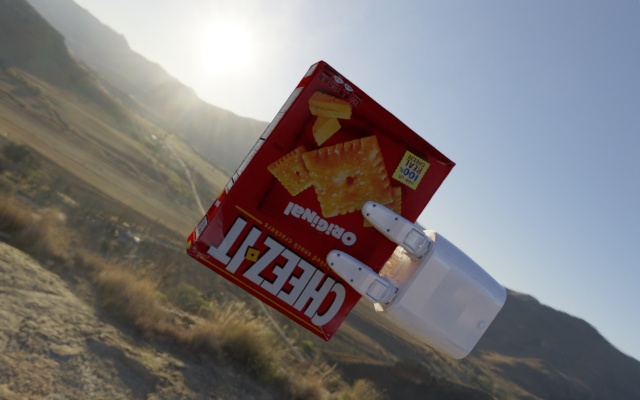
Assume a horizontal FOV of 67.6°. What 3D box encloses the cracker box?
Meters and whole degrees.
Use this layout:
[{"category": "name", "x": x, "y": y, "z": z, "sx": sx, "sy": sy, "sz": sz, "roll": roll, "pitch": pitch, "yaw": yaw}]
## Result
[{"category": "cracker box", "x": 0.000, "y": 0.001, "z": 0.462, "sx": 0.164, "sy": 0.213, "sz": 0.072, "roll": 36, "pitch": 0, "yaw": -15}]
